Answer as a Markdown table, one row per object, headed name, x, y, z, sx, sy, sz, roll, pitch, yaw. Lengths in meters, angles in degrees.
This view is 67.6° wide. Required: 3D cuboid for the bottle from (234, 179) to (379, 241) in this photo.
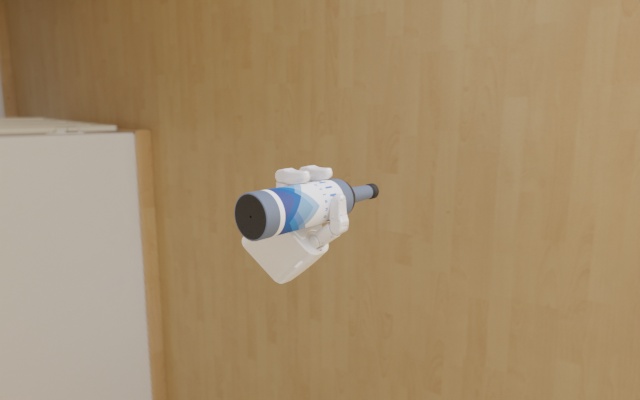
| name | x | y | z | sx | sy | sz | roll | pitch | yaw |
| --- | --- | --- | --- | --- | --- | --- | --- | --- | --- |
| bottle | 0.000 | 0.002 | 0.749 | 0.069 | 0.069 | 0.295 | 0 | 8 | 40 |
